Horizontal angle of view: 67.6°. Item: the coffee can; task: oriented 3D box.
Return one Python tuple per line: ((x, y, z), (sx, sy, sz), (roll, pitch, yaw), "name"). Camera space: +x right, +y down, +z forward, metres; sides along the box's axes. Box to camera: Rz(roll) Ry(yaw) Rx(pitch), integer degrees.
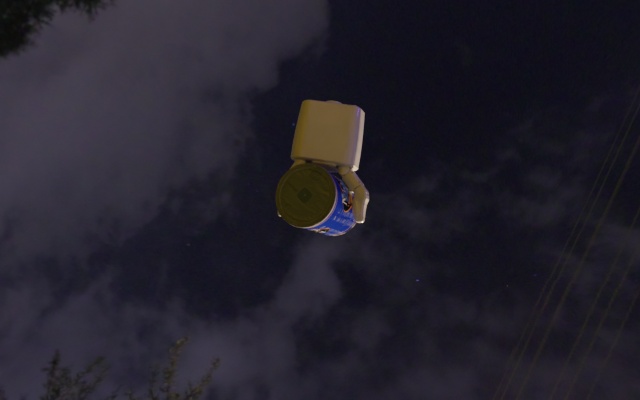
((0.000, 0.003, 0.806), (0.103, 0.103, 0.140), (0, -9, 21), "coffee can")
